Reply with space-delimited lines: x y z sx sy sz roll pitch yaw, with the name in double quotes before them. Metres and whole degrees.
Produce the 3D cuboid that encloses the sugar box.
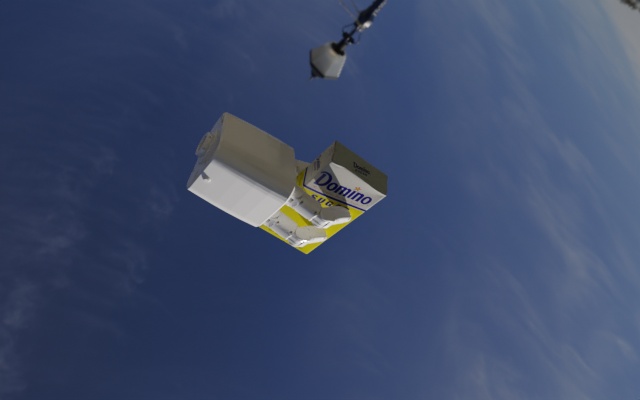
"sugar box" 0.000 0.003 0.663 0.093 0.048 0.176 31 -46 -22
